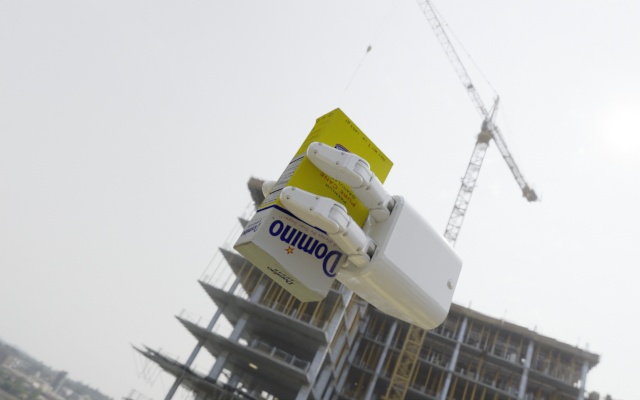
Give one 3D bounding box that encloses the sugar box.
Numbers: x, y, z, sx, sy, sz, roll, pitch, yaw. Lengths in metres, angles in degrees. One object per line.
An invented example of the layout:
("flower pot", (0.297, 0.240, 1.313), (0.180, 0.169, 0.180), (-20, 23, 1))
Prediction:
("sugar box", (0.001, 0.001, 0.474), (0.093, 0.176, 0.048), (41, -33, -20))
